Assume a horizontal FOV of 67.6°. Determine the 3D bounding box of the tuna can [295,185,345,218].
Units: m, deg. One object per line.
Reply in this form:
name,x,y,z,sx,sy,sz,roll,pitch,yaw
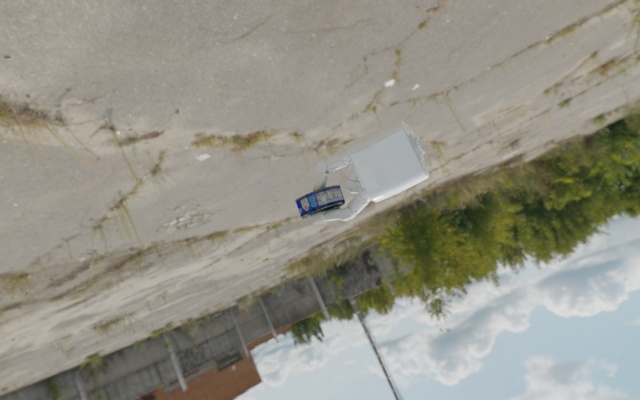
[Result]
tuna can,0.000,0.003,0.855,0.086,0.033,0.086,-18,-7,-2
